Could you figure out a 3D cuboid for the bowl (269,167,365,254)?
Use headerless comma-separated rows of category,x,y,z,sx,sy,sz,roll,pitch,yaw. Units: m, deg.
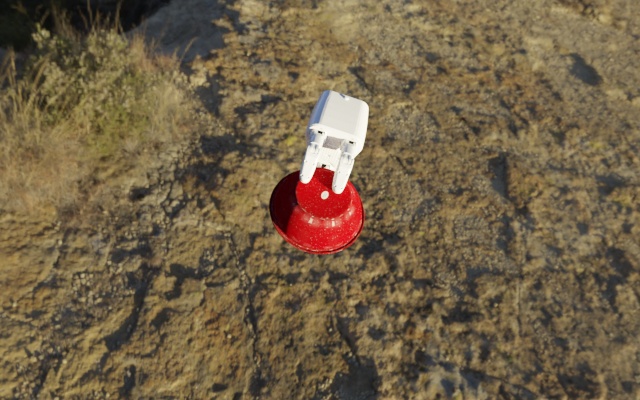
bowl,0.000,0.003,0.769,0.162,0.162,0.055,0,-29,-13
